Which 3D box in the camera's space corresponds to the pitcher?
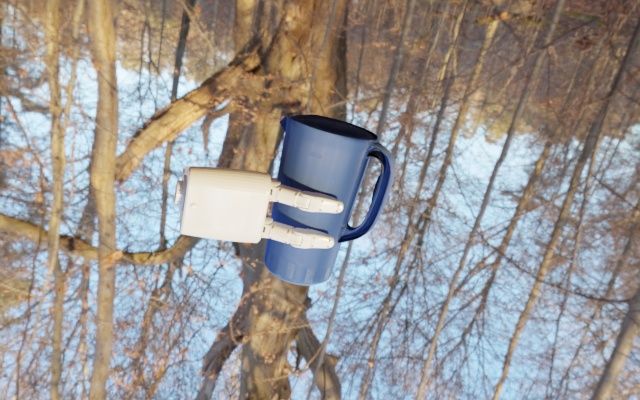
[{"bbox_3d":[0.000,0.002,0.706,0.145,0.243,0.149,6,19,-22],"label":"pitcher"}]
